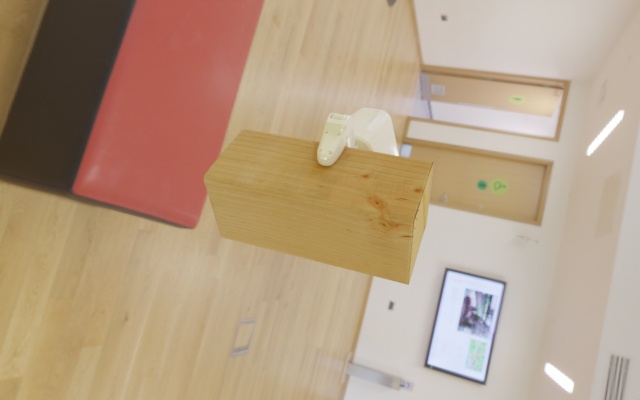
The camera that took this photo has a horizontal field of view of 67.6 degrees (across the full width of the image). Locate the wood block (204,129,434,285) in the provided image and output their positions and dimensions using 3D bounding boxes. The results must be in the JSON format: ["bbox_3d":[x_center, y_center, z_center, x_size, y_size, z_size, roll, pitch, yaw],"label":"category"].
[{"bbox_3d":[0.000,0.001,0.486,0.206,0.091,0.090,12,45,17],"label":"wood block"}]
